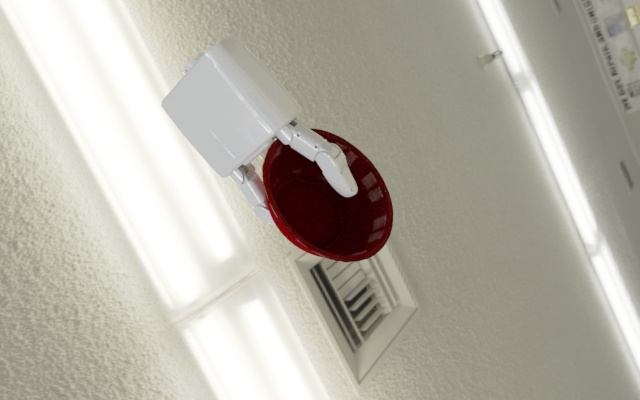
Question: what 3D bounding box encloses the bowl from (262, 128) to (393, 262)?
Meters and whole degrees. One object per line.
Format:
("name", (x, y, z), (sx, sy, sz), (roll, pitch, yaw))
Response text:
("bowl", (0.001, 0.003, 0.525), (0.162, 0.162, 0.055), (0, -28, -34))
